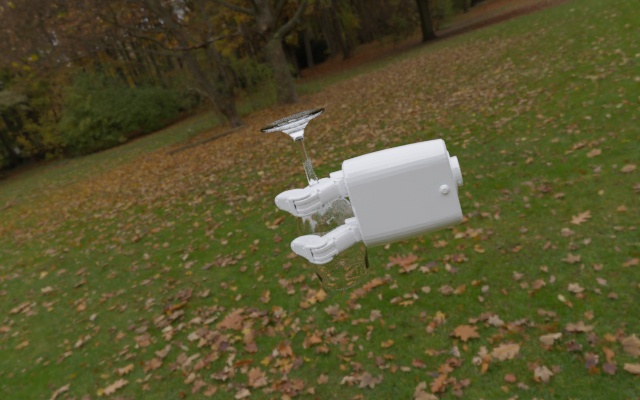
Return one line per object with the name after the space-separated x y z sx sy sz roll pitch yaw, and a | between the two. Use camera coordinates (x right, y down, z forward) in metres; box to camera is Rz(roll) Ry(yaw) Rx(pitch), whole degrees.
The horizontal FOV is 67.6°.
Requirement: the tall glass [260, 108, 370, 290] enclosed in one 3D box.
0.000 0.001 0.548 0.079 0.201 0.079 -17 17 5 | tall glass
